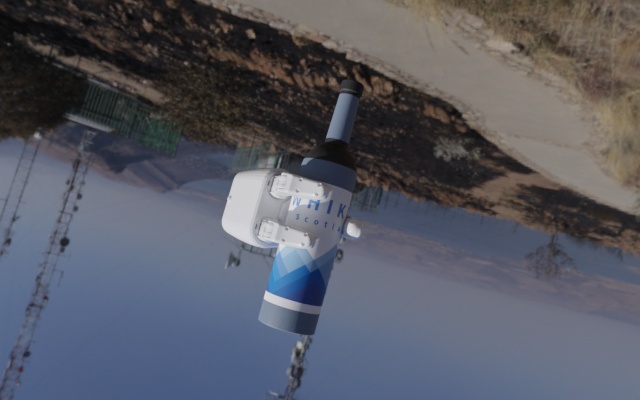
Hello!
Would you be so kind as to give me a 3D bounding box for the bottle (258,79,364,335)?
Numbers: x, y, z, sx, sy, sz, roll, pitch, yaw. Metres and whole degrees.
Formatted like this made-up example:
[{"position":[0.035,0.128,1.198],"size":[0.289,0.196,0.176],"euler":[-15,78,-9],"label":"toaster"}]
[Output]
[{"position":[0.000,0.002,0.556],"size":[0.069,0.295,0.069],"euler":[15,-5,1],"label":"bottle"}]
